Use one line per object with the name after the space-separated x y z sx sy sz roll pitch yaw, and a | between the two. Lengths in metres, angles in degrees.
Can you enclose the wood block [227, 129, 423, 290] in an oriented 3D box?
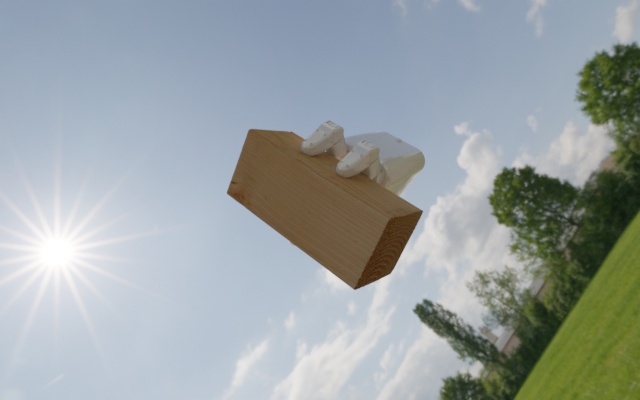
0.000 0.002 0.562 0.206 0.091 0.090 34 23 28 | wood block
